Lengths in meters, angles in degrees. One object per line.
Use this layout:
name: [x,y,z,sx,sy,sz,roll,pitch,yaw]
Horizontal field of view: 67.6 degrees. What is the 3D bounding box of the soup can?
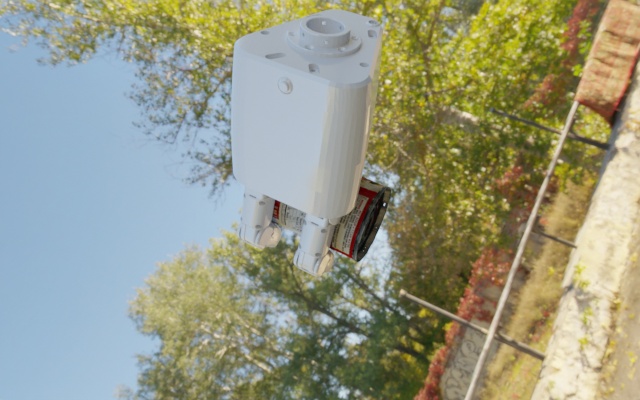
soup can: [0.000,0.002,0.411,0.102,0.068,0.068,23,7,17]
